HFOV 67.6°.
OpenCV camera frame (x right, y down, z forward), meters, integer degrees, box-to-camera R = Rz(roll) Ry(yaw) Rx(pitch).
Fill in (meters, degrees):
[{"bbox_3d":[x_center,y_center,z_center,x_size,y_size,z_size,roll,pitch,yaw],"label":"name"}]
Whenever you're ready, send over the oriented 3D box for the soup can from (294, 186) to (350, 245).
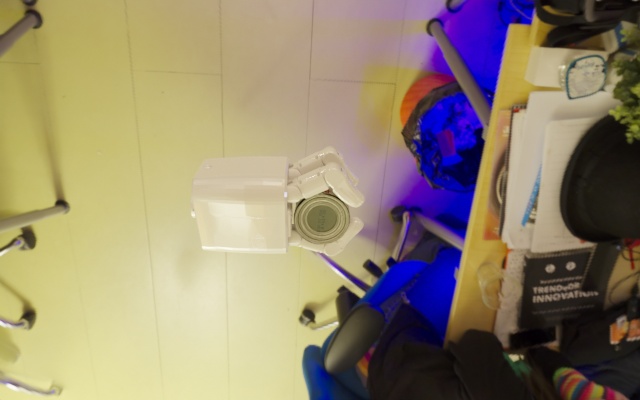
[{"bbox_3d":[0.001,0.002,0.595,0.068,0.068,0.102,0,24,-2],"label":"soup can"}]
